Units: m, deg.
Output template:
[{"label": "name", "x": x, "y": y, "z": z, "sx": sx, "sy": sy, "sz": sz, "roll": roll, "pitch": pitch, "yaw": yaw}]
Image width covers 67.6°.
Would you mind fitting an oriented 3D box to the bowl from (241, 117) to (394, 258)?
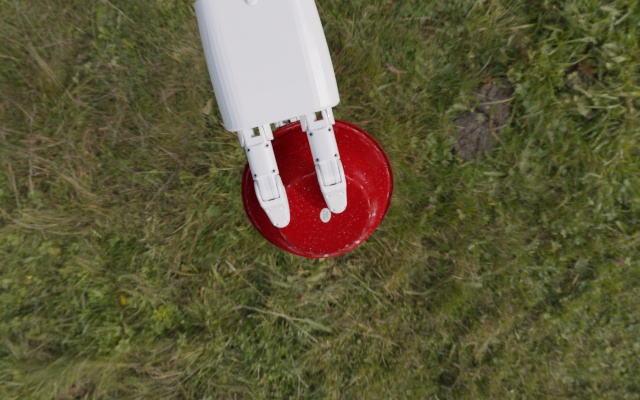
[{"label": "bowl", "x": 0.001, "y": 0.003, "z": 0.482, "sx": 0.162, "sy": 0.162, "sz": 0.055, "roll": 0, "pitch": 27, "yaw": -6}]
